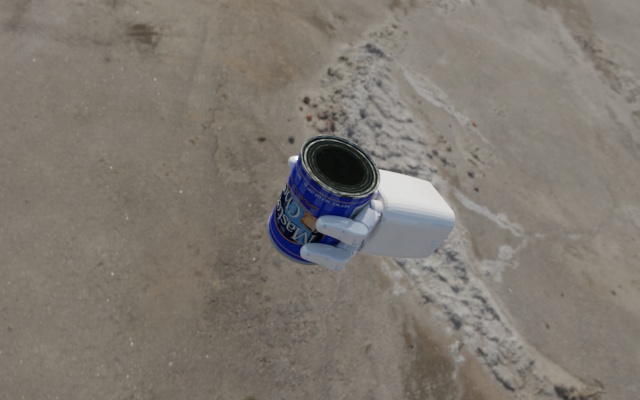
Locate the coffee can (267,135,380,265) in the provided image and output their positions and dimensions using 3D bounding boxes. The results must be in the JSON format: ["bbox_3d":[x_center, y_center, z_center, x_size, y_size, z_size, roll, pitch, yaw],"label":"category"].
[{"bbox_3d":[0.000,0.002,0.610,0.103,0.102,0.140,0,-40,-27],"label":"coffee can"}]
